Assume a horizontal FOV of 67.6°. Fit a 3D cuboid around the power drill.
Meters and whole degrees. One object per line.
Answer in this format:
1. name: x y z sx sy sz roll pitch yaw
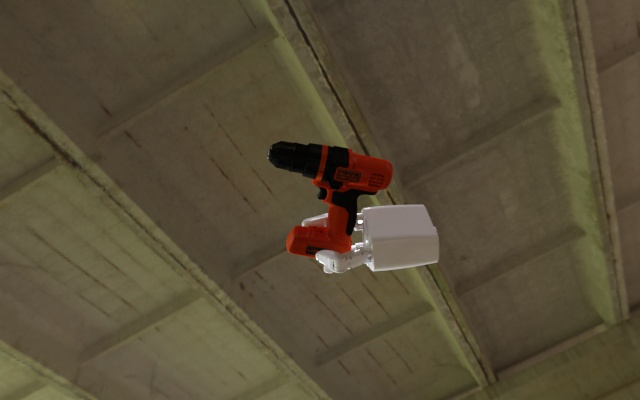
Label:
1. power drill: 0.000 0.003 0.731 0.184 0.188 0.057 11 35 -5
